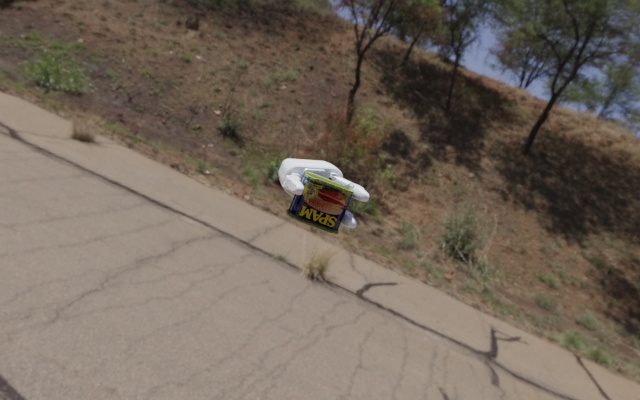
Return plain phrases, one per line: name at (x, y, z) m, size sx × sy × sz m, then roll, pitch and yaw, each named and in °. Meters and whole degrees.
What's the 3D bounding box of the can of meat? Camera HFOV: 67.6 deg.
can of meat at (0.000, 0.003, 0.866) m, size 0.102 × 0.084 × 0.057 m, roll 21°, pitch 9°, yaw -12°
